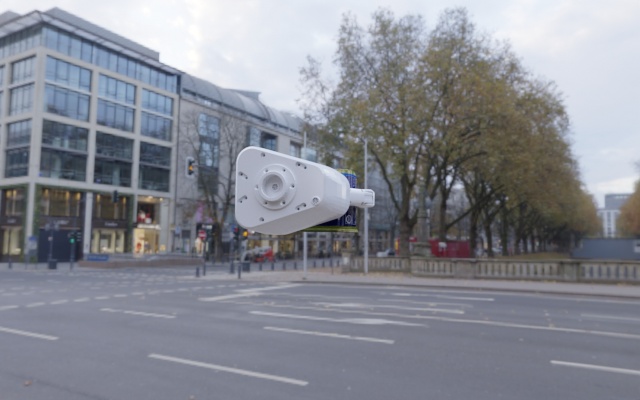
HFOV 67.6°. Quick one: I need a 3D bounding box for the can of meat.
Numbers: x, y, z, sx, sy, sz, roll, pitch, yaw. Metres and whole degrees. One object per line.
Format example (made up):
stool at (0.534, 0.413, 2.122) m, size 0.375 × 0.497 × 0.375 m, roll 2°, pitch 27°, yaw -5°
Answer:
can of meat at (0.000, 0.002, 0.664) m, size 0.102 × 0.084 × 0.057 m, roll -1°, pitch -5°, yaw 19°
